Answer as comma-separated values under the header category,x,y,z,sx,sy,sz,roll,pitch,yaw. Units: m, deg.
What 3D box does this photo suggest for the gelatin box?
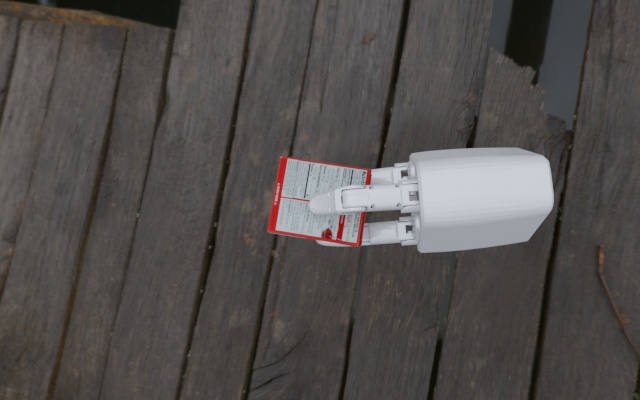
category,x,y,z,sx,sy,sz,roll,pitch,yaw
gelatin box,0.000,0.001,0.453,0.089,0.073,0.030,9,-5,5
